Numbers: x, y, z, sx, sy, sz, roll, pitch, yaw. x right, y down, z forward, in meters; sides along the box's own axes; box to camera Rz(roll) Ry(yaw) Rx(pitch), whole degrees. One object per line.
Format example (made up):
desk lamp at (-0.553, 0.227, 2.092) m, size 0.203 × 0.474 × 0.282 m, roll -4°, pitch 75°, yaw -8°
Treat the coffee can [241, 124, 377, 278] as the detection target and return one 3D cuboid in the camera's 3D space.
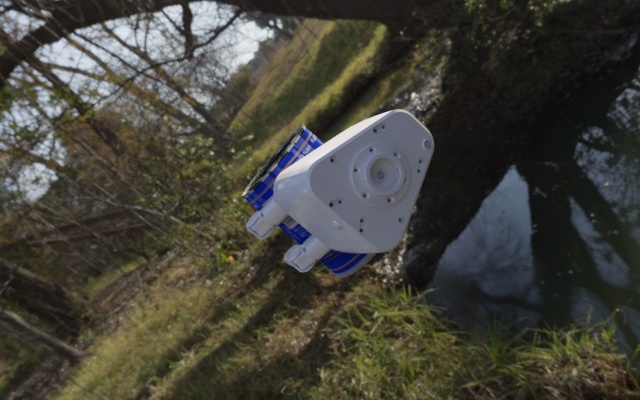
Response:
coffee can at (0.000, 0.002, 0.524) m, size 0.140 × 0.103 × 0.103 m, roll 41°, pitch -10°, yaw -11°
